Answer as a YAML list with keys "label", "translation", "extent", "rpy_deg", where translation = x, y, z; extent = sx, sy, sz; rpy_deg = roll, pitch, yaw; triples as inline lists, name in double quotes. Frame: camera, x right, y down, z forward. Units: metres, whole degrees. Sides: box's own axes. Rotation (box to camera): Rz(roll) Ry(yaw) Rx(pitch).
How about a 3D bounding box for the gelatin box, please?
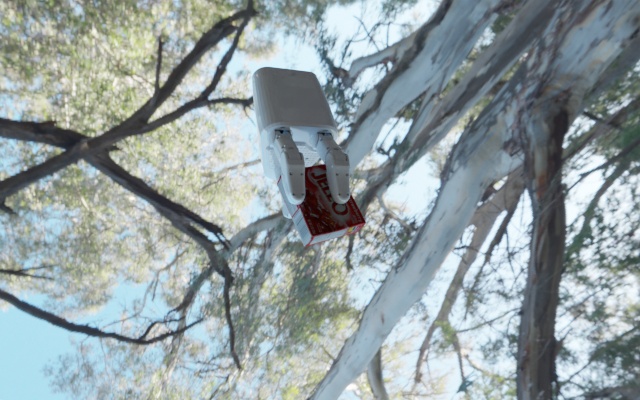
- label: "gelatin box"
  translation: [0.000, 0.002, 0.552]
  extent: [0.073, 0.089, 0.030]
  rpy_deg: [-12, -25, -30]
